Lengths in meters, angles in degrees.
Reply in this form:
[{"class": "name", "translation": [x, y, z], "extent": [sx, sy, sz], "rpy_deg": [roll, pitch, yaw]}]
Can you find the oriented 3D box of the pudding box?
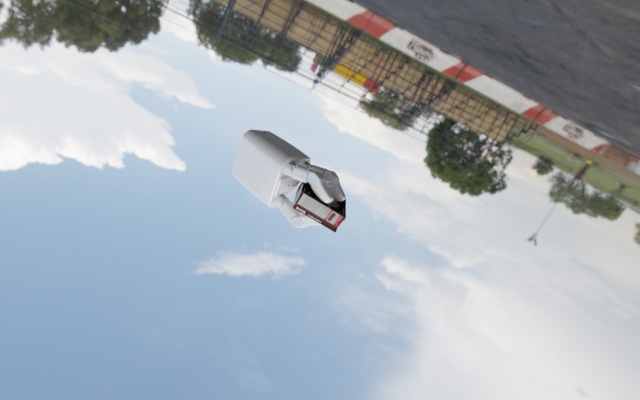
[{"class": "pudding box", "translation": [0.000, 0.003, 0.854], "extent": [0.090, 0.039, 0.113], "rpy_deg": [30, 19, -7]}]
